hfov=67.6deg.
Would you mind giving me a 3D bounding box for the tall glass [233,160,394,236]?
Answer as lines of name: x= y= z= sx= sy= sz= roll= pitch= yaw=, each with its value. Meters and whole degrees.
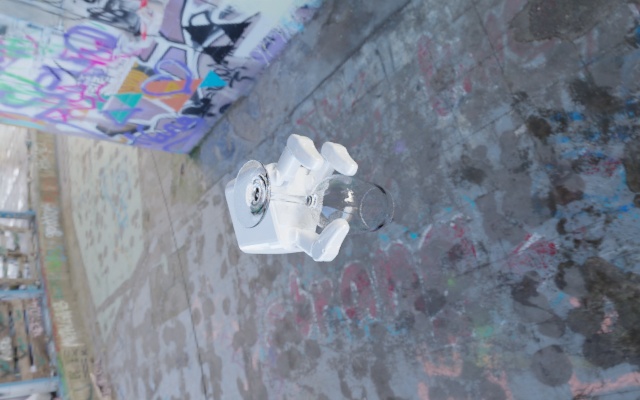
tall glass: x=0.000 y=0.002 z=0.576 sx=0.201 sy=0.079 sz=0.079 roll=7 pitch=-4 yaw=-40
